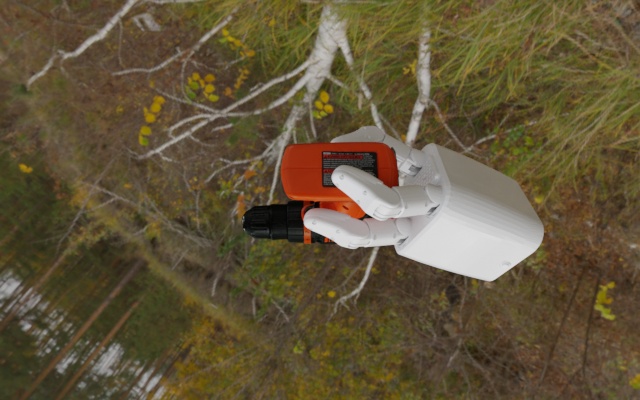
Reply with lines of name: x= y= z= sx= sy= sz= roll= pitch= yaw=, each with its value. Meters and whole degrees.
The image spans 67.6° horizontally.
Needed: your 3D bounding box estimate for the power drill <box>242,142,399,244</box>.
power drill: x=0.000 y=0.002 z=0.507 sx=0.184 sy=0.057 sz=0.188 roll=-2 pitch=-18 yaw=-2
